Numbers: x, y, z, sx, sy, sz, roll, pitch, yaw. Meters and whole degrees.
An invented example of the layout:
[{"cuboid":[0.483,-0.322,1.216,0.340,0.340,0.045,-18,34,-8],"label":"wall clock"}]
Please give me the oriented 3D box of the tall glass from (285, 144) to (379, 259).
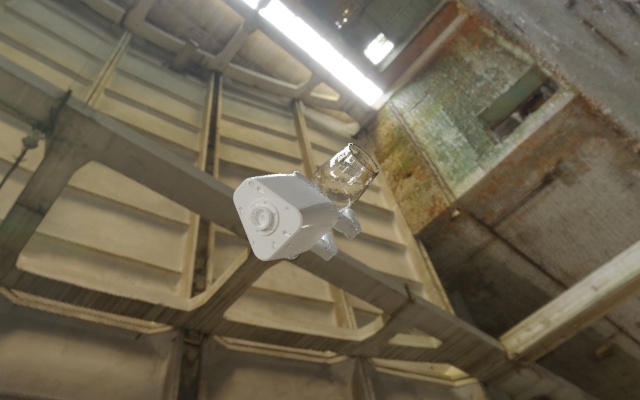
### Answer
[{"cuboid":[0.000,0.003,0.747,0.201,0.079,0.079,-45,-21,22],"label":"tall glass"}]
